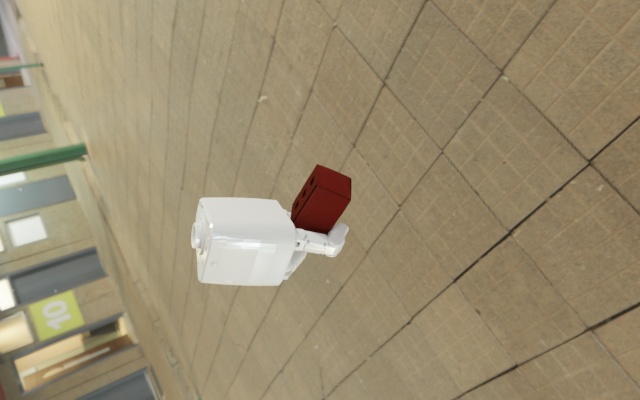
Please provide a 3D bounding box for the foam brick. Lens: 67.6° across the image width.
[{"bbox_3d":[0.000,0.002,0.629,0.051,0.078,0.053,25,32,-14],"label":"foam brick"}]
